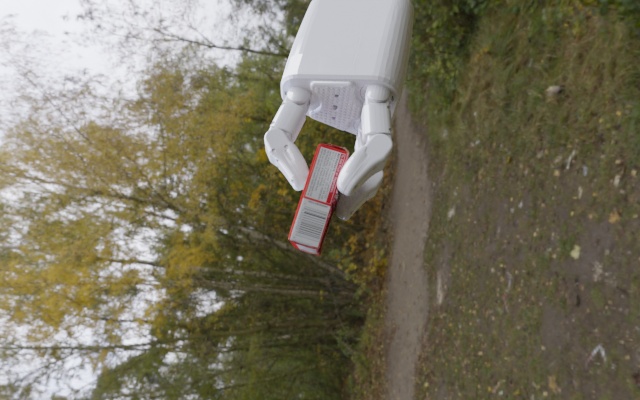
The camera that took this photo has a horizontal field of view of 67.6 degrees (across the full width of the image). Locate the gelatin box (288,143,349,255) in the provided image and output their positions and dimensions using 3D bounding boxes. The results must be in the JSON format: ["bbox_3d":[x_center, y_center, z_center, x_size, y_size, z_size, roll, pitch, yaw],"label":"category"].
[{"bbox_3d":[0.000,0.002,0.427,0.030,0.089,0.073,17,-10,3],"label":"gelatin box"}]
